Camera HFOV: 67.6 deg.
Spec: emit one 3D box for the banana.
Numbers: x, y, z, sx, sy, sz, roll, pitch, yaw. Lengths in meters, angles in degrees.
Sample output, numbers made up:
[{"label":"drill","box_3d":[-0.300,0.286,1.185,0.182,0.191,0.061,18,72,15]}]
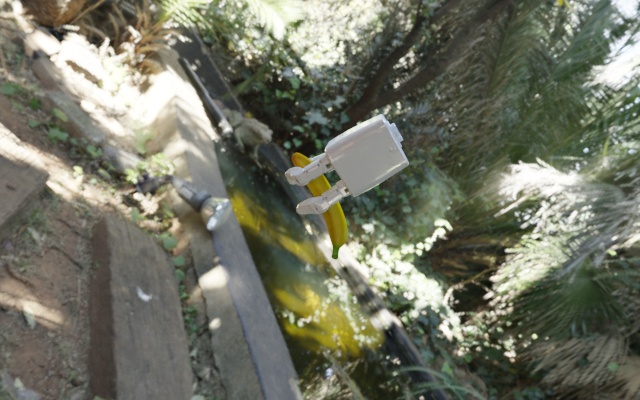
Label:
[{"label":"banana","box_3d":[0.006,0.002,0.848,0.037,0.198,0.069,-22,6,19]}]
